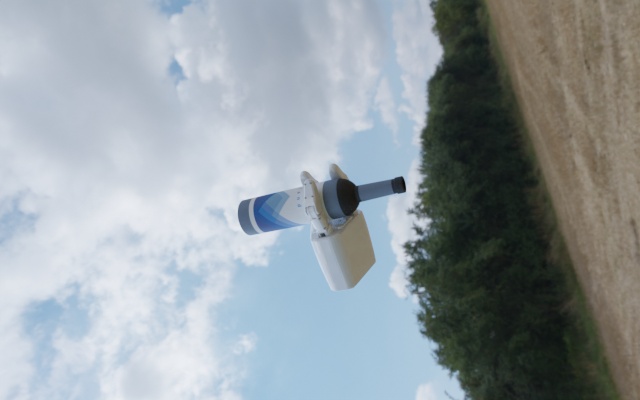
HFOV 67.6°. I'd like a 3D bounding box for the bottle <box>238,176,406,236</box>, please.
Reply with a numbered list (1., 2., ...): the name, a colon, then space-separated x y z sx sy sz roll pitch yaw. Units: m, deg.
1. bottle: 0.000 0.003 0.817 0.296 0.069 0.069 -12 -5 22
